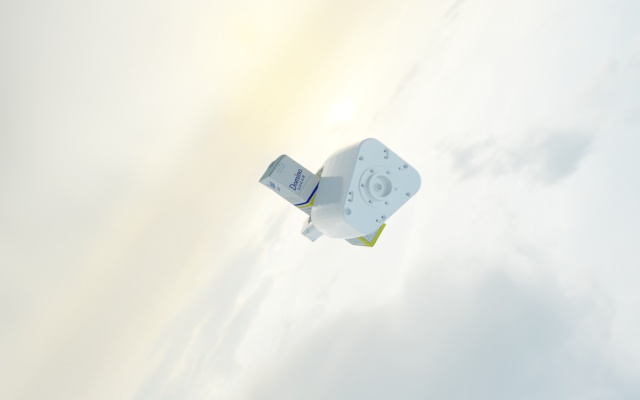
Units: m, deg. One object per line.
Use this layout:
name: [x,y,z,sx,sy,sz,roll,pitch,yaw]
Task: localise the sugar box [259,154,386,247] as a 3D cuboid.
sugar box: [0.001,0.002,0.688,0.176,0.048,0.093,37,-12,-12]
